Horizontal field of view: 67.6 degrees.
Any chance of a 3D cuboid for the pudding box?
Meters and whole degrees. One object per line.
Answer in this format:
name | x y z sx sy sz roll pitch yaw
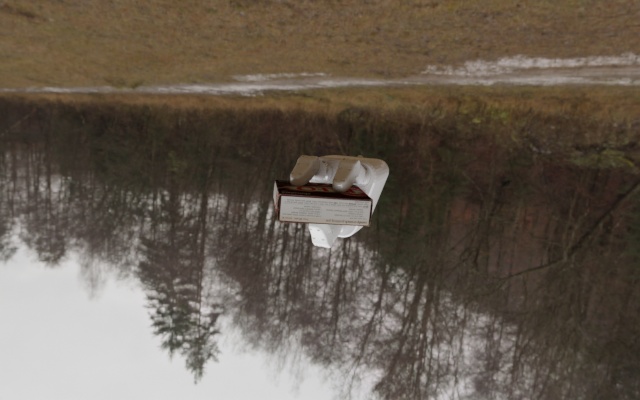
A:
pudding box | 0.000 0.002 0.588 0.113 0.039 0.090 1 11 -8
